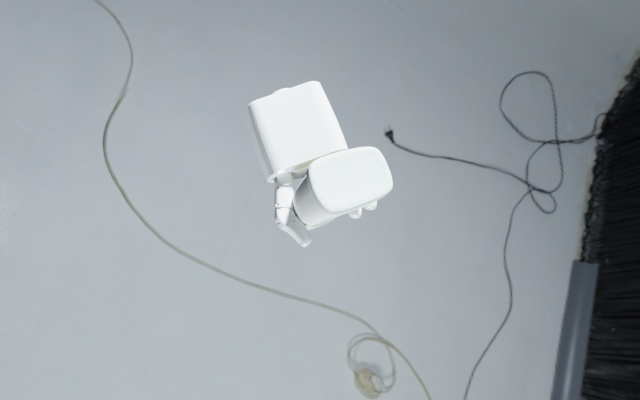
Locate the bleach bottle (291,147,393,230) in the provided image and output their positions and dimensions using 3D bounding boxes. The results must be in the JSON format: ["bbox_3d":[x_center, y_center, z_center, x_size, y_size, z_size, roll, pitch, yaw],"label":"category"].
[{"bbox_3d":[0.000,0.002,0.647,0.102,0.068,0.251,-18,-7,-21],"label":"bleach bottle"}]
